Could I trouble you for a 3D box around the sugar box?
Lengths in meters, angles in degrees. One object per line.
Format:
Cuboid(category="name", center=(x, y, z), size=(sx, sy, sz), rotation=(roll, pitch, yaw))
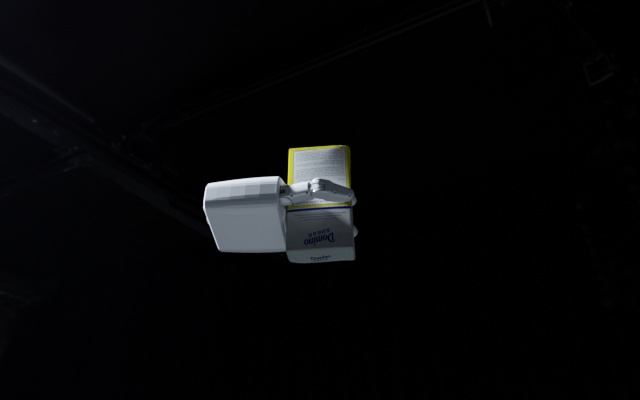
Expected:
Cuboid(category="sugar box", center=(0.000, 0.002, 0.687), size=(0.093, 0.176, 0.048), rotation=(-3, -31, 5))
